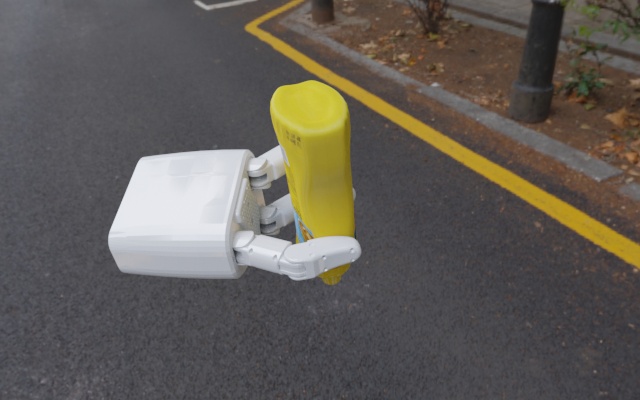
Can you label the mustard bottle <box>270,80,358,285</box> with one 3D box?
[{"bbox_3d":[0.000,0.001,0.418,0.058,0.192,0.096,-15,36,-10],"label":"mustard bottle"}]
